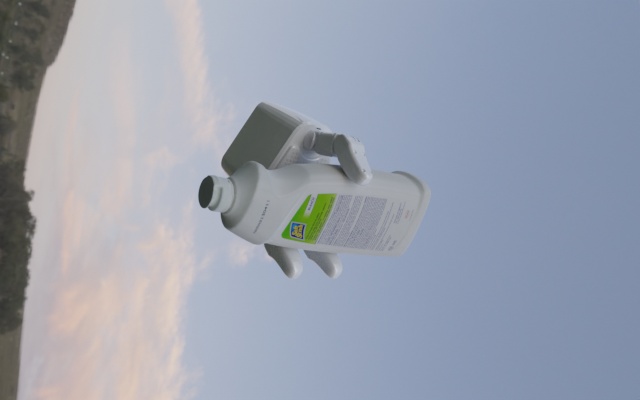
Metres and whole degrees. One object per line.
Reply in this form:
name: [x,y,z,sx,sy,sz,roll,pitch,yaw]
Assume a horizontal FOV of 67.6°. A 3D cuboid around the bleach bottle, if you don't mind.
bleach bottle: [0.000,0.002,0.485,0.251,0.102,0.068,10,17,-40]
